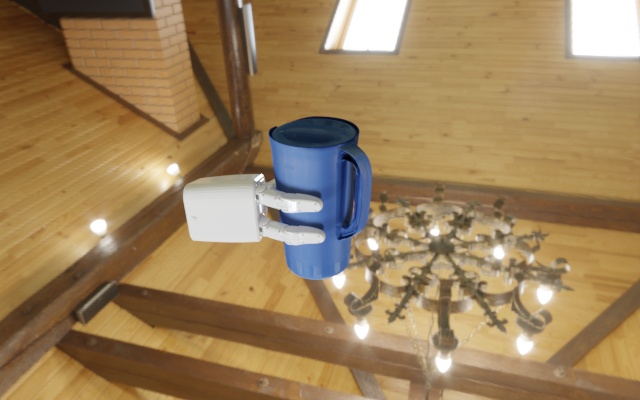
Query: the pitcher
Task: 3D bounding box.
[{"bbox_3d":[0.000,0.002,0.741,0.145,0.243,0.149,-2,28,1],"label":"pitcher"}]
